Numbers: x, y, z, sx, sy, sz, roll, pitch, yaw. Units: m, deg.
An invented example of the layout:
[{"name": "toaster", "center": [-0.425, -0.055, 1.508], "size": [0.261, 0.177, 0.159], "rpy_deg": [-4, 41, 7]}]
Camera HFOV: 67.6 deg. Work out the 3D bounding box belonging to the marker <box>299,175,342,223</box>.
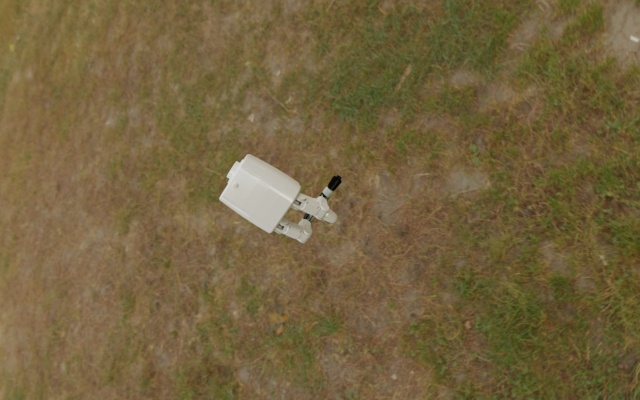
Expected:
[{"name": "marker", "center": [0.000, 0.003, 0.875], "size": [0.020, 0.121, 0.020], "rpy_deg": [32, 20, -13]}]
